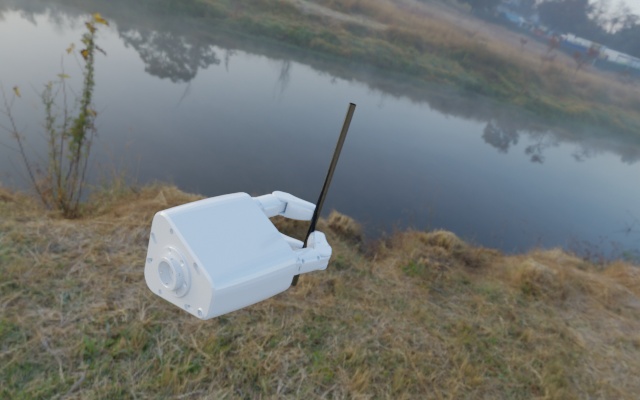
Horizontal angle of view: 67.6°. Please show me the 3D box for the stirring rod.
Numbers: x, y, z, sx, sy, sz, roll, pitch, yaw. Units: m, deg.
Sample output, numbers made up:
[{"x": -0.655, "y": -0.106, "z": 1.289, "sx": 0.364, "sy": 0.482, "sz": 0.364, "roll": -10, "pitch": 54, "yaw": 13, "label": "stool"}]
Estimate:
[{"x": 0.000, "y": 0.002, "z": 0.556, "sx": 0.011, "sy": 0.240, "sz": 0.011, "roll": 15, "pitch": 24, "yaw": -7, "label": "stirring rod"}]
